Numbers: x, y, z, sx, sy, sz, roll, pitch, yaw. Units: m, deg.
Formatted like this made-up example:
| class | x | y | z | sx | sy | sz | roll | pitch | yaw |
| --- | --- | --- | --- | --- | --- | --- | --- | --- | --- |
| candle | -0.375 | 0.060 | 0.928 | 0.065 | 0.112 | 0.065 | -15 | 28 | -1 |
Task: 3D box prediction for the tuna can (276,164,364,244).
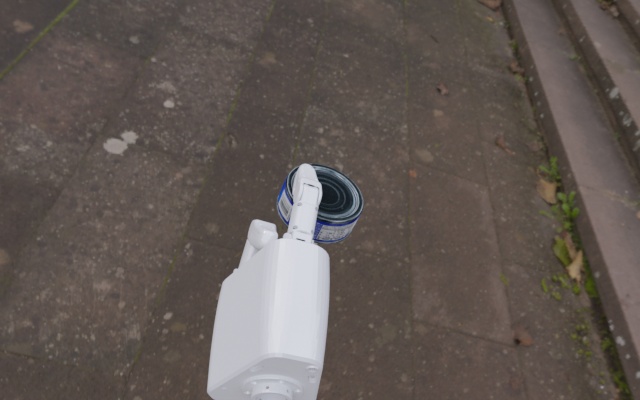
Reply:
| class | x | y | z | sx | sy | sz | roll | pitch | yaw |
| --- | --- | --- | --- | --- | --- | --- | --- | --- | --- |
| tuna can | 0.000 | 0.001 | 0.493 | 0.086 | 0.086 | 0.034 | 0 | -43 | -27 |
